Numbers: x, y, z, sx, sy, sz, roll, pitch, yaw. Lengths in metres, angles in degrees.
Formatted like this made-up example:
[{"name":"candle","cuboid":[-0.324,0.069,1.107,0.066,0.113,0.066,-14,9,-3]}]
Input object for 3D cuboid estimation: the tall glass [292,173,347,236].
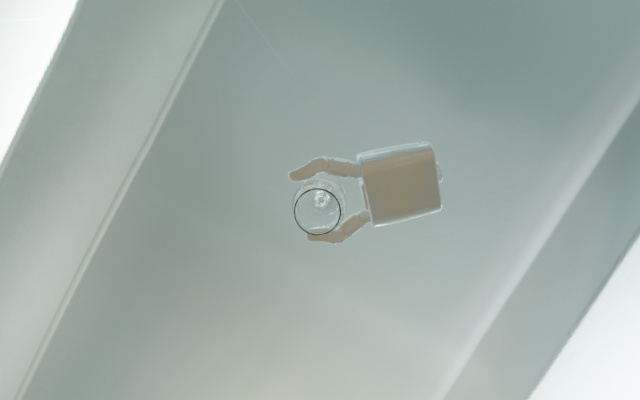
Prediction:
[{"name":"tall glass","cuboid":[0.000,0.002,0.713,0.079,0.079,0.201,0,8,3]}]
